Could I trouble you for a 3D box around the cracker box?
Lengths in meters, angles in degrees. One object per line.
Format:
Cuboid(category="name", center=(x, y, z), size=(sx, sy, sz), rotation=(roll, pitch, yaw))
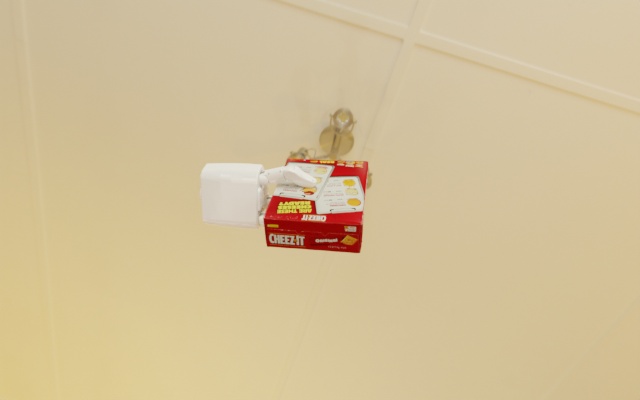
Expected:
Cuboid(category="cracker box", center=(0.000, 0.003, 0.870), size=(0.164, 0.072, 0.213), rotation=(3, 34, 7))
